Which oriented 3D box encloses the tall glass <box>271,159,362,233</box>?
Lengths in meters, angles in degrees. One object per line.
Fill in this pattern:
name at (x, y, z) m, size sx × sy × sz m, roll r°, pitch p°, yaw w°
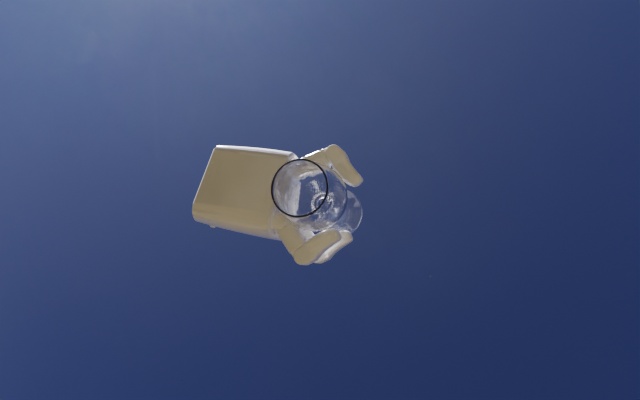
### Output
tall glass at (0.000, 0.002, 0.586) m, size 0.079 × 0.079 × 0.201 m, roll 0°, pitch -9°, yaw 13°
